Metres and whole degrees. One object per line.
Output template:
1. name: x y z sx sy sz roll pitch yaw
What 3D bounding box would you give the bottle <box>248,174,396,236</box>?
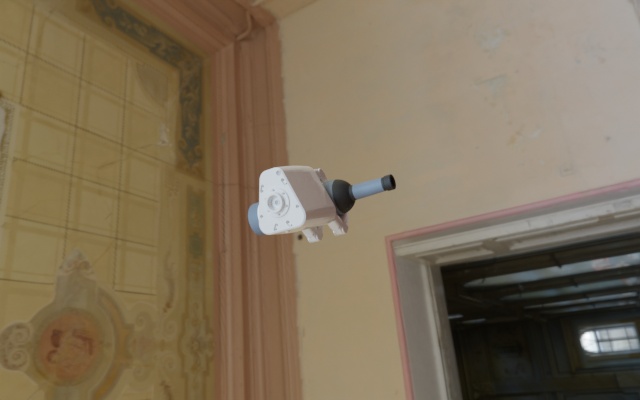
1. bottle: 0.000 0.003 0.896 0.296 0.069 0.069 -16 -7 27
